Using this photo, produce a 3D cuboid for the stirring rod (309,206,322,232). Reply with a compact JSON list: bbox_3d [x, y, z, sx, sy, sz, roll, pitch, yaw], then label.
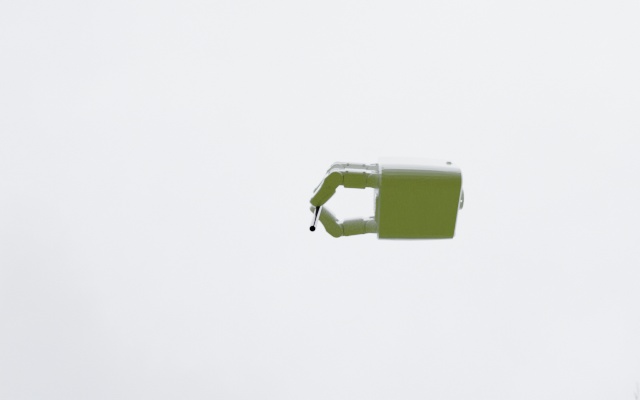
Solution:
[{"bbox_3d":[0.000,0.002,0.665,0.011,0.011,0.239,0,15,5],"label":"stirring rod"}]
